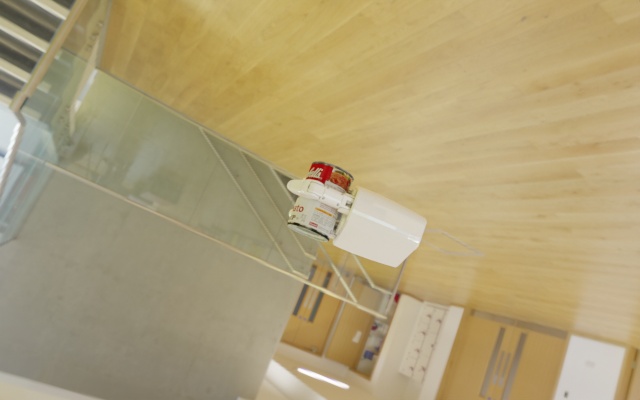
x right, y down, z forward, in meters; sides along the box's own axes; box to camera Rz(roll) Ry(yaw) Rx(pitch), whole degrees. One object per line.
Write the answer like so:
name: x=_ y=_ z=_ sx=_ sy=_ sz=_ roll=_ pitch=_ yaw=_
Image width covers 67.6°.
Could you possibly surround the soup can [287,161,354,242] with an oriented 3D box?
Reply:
soup can: x=0.000 y=0.002 z=0.705 sx=0.068 sy=0.102 sz=0.068 roll=21 pitch=-13 yaw=5
